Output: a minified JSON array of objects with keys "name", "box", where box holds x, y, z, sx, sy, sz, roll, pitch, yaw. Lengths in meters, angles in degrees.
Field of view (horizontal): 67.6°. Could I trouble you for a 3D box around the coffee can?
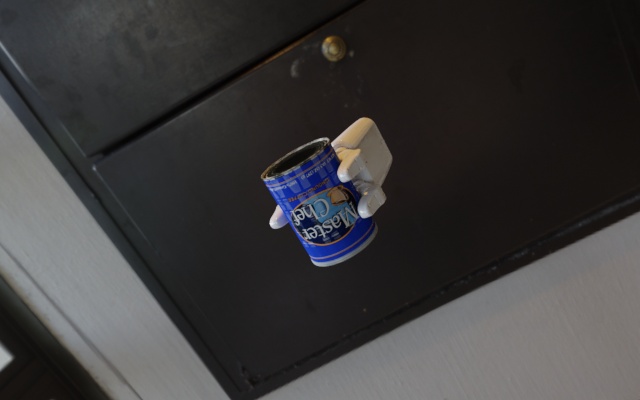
[{"name":"coffee can","box":[0.000,0.002,0.640,0.103,0.140,0.102,-27,17,9]}]
